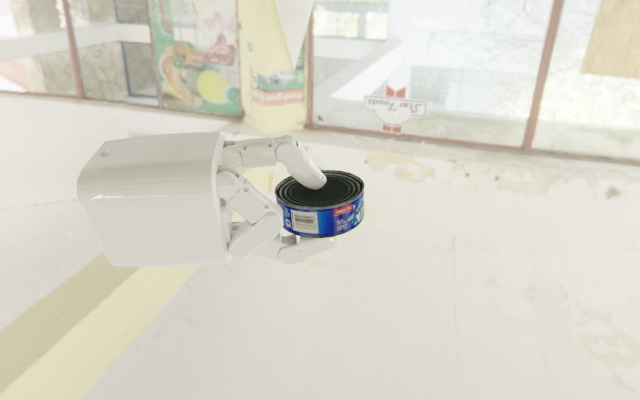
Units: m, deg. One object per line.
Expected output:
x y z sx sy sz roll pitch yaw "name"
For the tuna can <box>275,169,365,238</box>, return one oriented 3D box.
0.000 0.002 0.461 0.086 0.034 0.086 -3 26 2 "tuna can"
